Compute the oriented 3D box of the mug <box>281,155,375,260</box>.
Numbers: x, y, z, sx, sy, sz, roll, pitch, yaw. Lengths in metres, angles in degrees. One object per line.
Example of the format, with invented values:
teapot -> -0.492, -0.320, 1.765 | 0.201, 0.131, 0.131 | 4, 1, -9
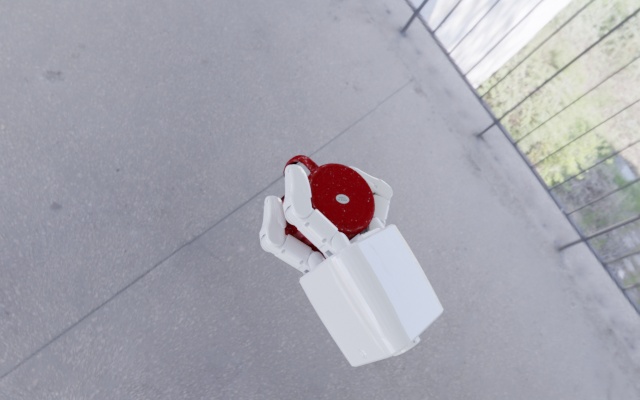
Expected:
mug -> -0.001, 0.000, 0.523 | 0.093, 0.117, 0.081 | -25, -11, -35
